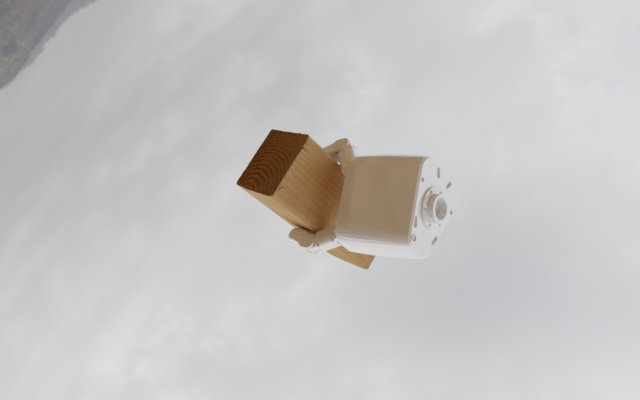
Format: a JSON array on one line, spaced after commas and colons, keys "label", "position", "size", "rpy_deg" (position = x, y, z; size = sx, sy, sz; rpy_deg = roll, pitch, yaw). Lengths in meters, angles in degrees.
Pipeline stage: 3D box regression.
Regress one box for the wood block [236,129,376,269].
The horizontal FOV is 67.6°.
[{"label": "wood block", "position": [0.000, 0.003, 0.655], "size": [0.090, 0.091, 0.206], "rpy_deg": [18, -18, 50]}]
